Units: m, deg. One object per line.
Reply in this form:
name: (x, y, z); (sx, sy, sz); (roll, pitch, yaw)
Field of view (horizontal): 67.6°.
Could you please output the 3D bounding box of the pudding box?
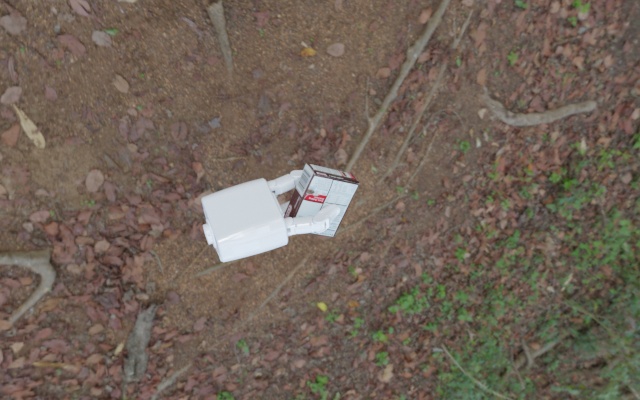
pudding box: (0.000, 0.003, 0.784); (0.090, 0.113, 0.039); (10, 28, -30)
